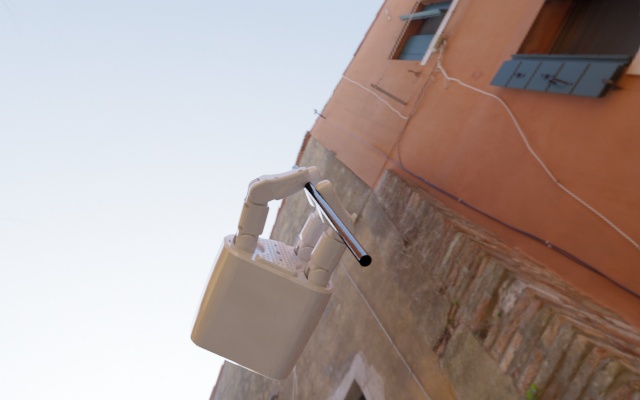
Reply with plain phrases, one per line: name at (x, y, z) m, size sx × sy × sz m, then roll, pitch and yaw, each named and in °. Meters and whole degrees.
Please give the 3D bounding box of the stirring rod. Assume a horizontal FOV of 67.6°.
stirring rod at (0.000, 0.001, 0.400) m, size 0.011 × 0.011 × 0.239 m, roll 0°, pitch 17°, yaw -14°
